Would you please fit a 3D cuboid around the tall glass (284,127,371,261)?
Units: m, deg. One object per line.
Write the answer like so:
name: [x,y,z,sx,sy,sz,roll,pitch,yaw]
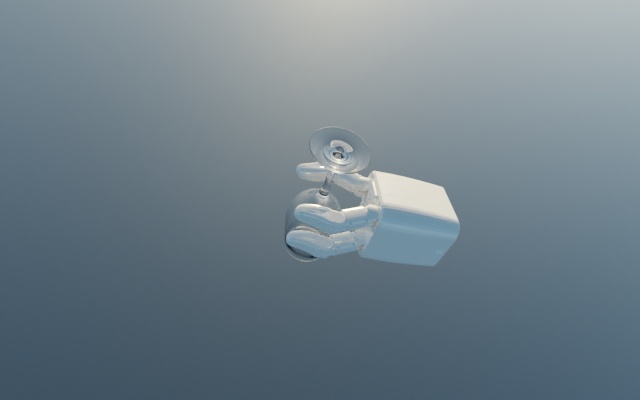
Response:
tall glass: [0.000,0.002,0.624,0.079,0.079,0.201,0,-38,-18]
